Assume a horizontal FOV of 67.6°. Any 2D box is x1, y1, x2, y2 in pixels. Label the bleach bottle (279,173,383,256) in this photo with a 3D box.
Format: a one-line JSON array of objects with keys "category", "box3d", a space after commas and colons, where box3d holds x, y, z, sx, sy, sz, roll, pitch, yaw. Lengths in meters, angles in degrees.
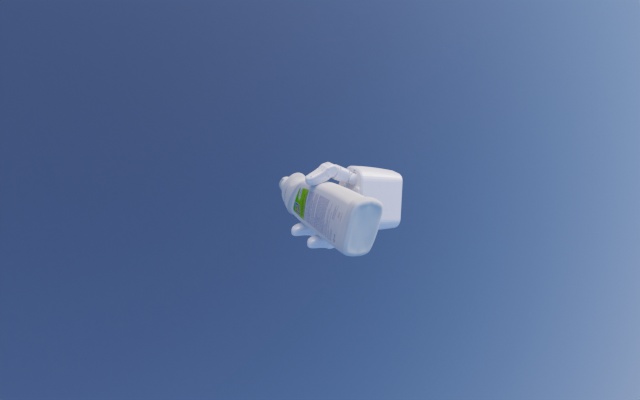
[{"category": "bleach bottle", "box3d": [0.000, 0.003, 0.843, 0.068, 0.102, 0.250, 3, 19, -36]}]
